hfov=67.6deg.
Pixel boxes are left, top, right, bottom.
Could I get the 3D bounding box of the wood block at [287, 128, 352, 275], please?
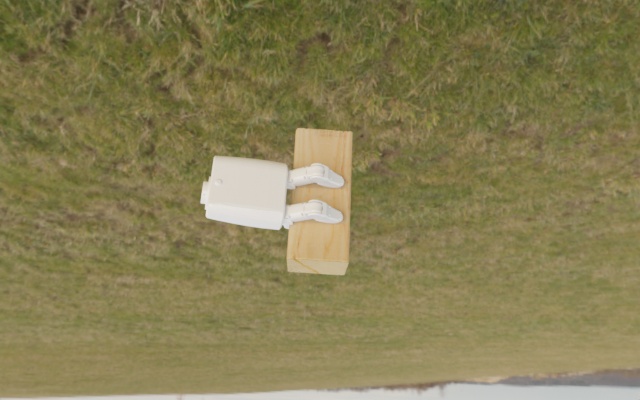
[{"bbox_3d":[0.000,0.003,0.738,0.090,0.206,0.091,4,-20,-1],"label":"wood block"}]
